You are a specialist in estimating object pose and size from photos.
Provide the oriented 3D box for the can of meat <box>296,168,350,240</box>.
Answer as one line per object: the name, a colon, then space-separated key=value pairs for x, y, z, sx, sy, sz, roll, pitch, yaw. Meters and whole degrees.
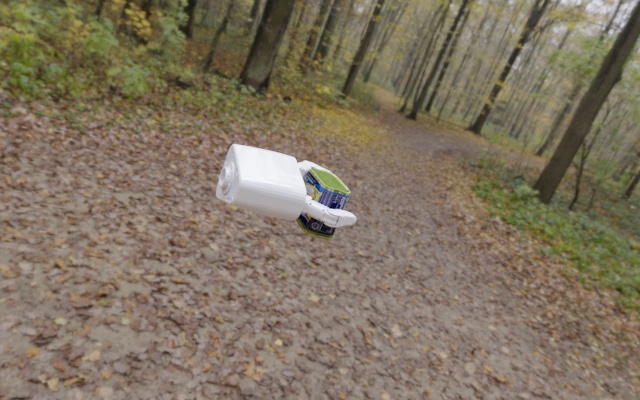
can of meat: x=0.000 y=0.002 z=0.779 sx=0.057 sy=0.084 sz=0.102 roll=14 pitch=18 yaw=-25
